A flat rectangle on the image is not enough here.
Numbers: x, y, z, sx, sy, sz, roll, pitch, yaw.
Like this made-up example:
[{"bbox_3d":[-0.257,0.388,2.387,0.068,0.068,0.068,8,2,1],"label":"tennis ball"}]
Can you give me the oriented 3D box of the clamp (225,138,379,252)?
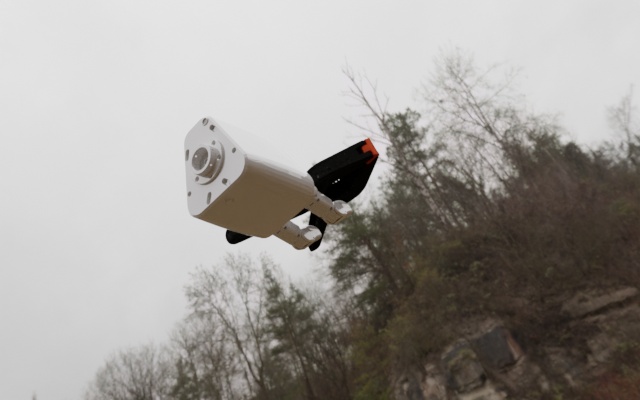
[{"bbox_3d":[0.000,0.001,0.619,0.210,0.036,0.164,-40,-31,21],"label":"clamp"}]
